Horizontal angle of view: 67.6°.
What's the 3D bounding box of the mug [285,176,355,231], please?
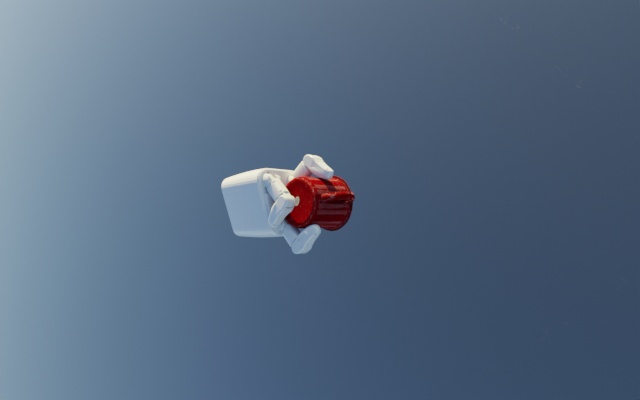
[{"bbox_3d":[0.001,0.002,0.761,0.117,0.093,0.081,-9,-7,43],"label":"mug"}]
